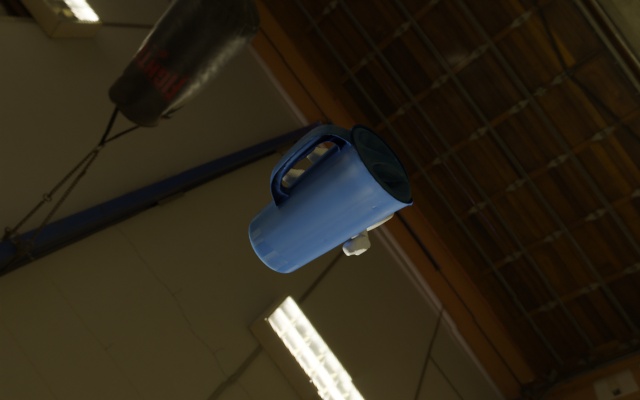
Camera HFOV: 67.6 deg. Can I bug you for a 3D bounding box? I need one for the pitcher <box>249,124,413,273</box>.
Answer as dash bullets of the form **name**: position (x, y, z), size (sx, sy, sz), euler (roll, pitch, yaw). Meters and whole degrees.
- **pitcher**: position (0.000, 0.002, 0.706), size (0.243, 0.149, 0.145), euler (-36, -11, 27)
